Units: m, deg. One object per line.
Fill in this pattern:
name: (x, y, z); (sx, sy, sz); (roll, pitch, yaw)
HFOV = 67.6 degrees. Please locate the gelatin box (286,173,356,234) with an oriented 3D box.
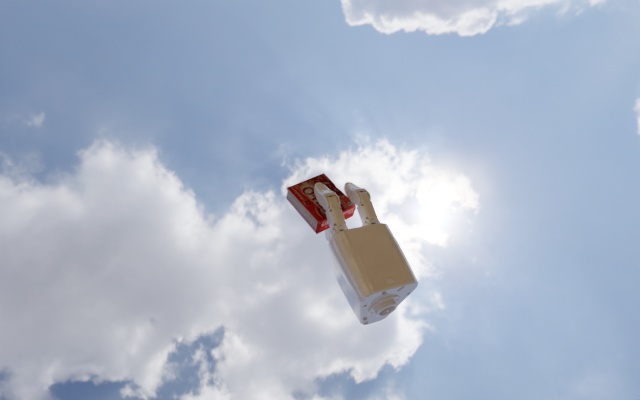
gelatin box: (0.000, 0.003, 0.755); (0.073, 0.030, 0.089); (-23, 54, -29)
